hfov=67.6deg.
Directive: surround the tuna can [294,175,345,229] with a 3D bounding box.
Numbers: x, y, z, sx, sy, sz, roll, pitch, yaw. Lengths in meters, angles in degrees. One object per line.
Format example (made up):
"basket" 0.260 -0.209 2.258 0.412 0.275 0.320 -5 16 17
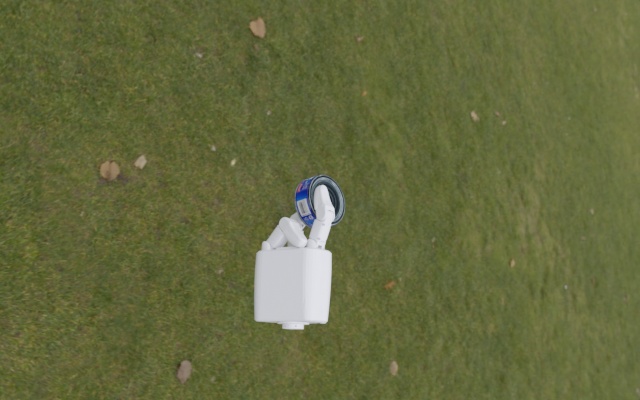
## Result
"tuna can" 0.001 0.002 0.770 0.034 0.086 0.086 -18 -12 42
